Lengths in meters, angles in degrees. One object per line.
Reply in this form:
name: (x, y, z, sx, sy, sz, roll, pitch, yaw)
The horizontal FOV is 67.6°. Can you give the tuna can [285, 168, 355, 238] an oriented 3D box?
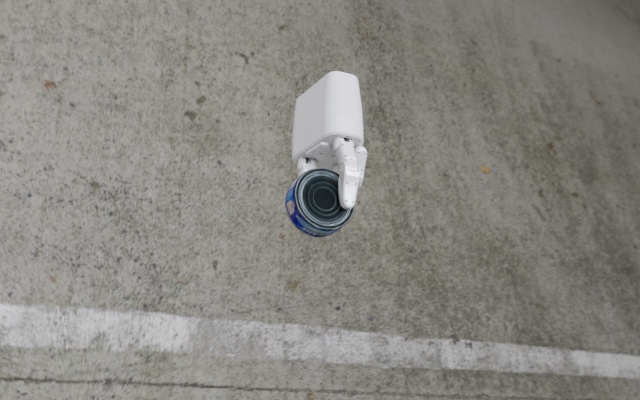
tuna can: (0.000, 0.002, 0.613, 0.086, 0.086, 0.034, 0, -18, -25)
